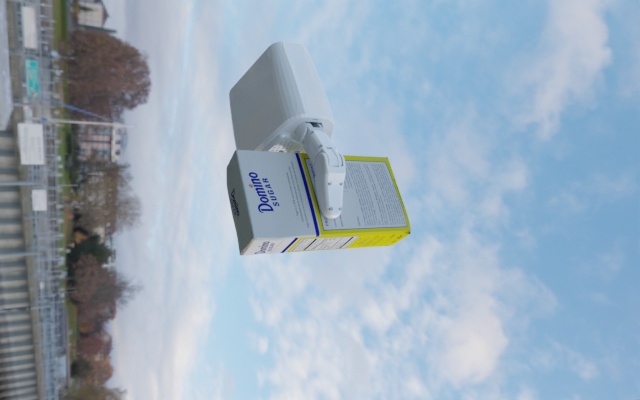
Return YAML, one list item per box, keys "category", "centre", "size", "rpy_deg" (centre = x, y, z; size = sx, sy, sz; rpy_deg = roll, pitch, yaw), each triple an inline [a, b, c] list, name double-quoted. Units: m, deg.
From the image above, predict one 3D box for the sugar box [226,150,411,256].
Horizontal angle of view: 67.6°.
- category: "sugar box"
  centre: [0.000, 0.002, 0.475]
  size: [0.176, 0.093, 0.048]
  rpy_deg: [-1, -28, -28]
